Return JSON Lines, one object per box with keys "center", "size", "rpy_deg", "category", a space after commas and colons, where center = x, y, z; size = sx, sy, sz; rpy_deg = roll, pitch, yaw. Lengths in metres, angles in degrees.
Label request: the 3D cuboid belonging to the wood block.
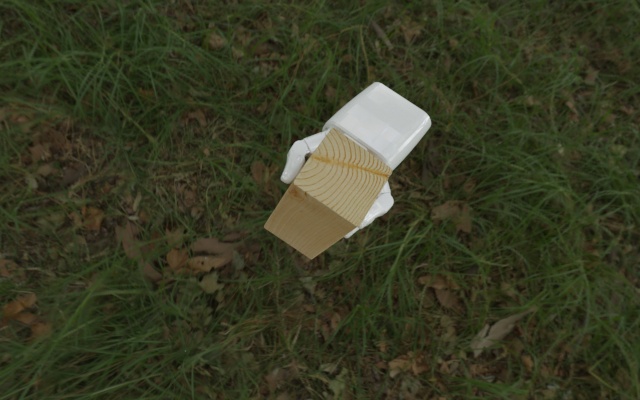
{"center": [0.000, 0.002, 0.636], "size": [0.091, 0.090, 0.206], "rpy_deg": [35, -23, -3], "category": "wood block"}
